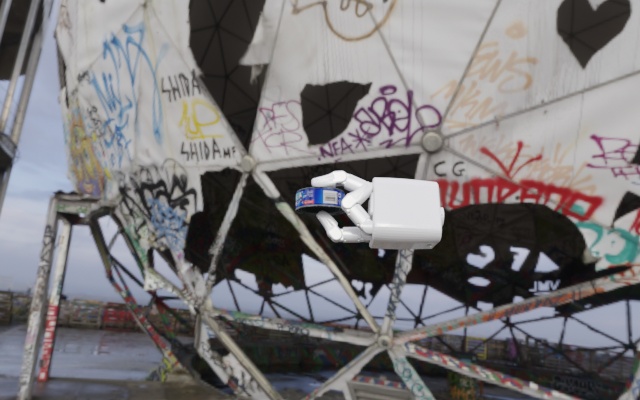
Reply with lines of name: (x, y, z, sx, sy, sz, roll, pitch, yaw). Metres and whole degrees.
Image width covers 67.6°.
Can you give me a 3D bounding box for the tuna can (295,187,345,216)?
tuna can: (0.000, 0.002, 0.813, 0.086, 0.033, 0.086, 0, -13, 0)
